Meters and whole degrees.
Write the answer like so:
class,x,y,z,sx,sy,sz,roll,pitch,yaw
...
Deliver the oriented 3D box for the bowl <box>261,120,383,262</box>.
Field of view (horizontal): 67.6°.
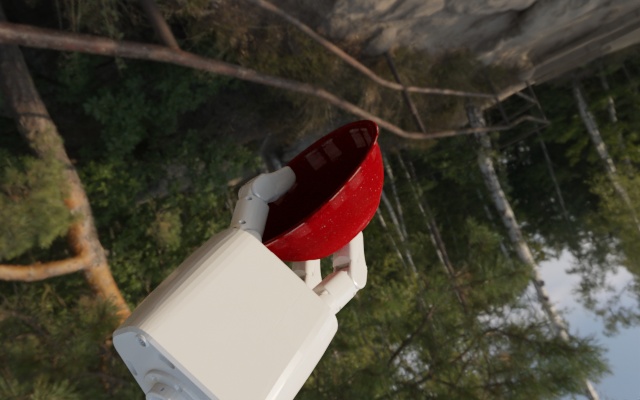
class,x,y,z,sx,sy,sz,roll,pitch,yaw
bowl,0.001,0.001,0.427,0.055,0.162,0.162,48,-21,-20
